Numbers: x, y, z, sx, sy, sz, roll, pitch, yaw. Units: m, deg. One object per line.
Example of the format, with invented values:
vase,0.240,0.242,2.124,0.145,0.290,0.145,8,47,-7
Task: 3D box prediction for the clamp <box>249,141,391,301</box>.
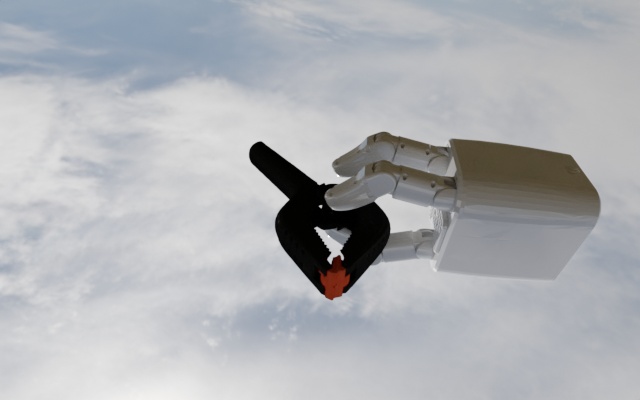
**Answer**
clamp,0.000,0.002,0.422,0.164,0.036,0.209,6,33,4
